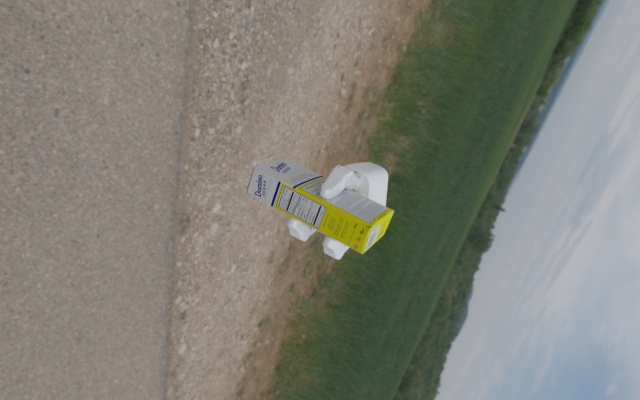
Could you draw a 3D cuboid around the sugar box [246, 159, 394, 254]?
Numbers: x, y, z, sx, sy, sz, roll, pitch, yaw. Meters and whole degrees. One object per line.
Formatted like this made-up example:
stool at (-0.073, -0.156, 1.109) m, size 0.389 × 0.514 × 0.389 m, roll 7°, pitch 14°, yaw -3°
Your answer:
sugar box at (0.000, 0.003, 0.635) m, size 0.176 × 0.048 × 0.093 m, roll 25°, pitch 21°, yaw 19°
